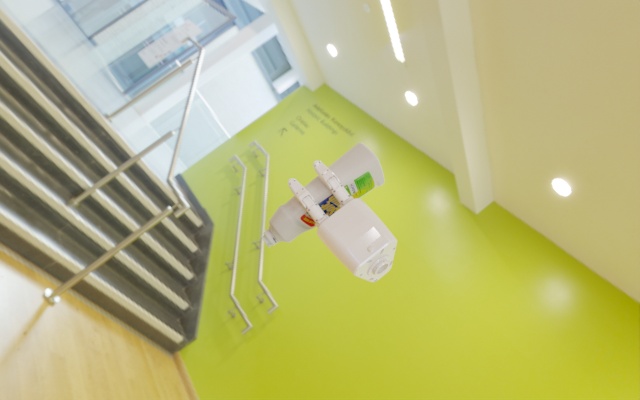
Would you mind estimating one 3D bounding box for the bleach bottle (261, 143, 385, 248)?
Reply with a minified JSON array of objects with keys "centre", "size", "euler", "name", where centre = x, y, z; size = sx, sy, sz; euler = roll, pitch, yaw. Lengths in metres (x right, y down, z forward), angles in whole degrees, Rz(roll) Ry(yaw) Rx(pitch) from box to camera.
[{"centre":[0.000,0.003,0.884],"size":[0.251,0.068,0.103],"euler":[-38,-32,-7],"name":"bleach bottle"}]
